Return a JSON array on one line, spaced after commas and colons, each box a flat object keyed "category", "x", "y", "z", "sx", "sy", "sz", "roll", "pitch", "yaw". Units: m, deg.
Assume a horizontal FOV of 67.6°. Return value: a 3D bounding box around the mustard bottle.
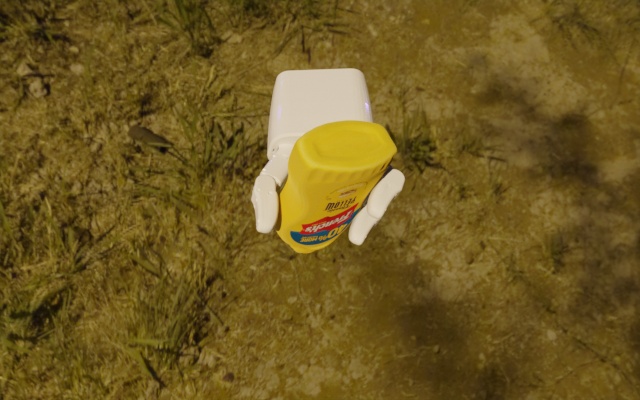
[{"category": "mustard bottle", "x": 0.000, "y": 0.002, "z": 0.491, "sx": 0.096, "sy": 0.058, "sz": 0.192, "roll": -15, "pitch": -27, "yaw": -27}]
